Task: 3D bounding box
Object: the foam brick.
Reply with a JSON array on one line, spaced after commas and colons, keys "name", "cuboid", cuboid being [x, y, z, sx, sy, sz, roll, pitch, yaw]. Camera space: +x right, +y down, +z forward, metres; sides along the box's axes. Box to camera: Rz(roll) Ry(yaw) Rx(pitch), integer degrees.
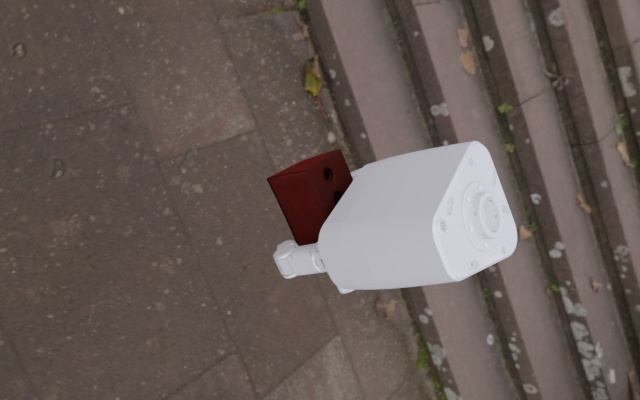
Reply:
[{"name": "foam brick", "cuboid": [0.000, 0.001, 0.426, 0.051, 0.078, 0.053, -12, 16, 47]}]
